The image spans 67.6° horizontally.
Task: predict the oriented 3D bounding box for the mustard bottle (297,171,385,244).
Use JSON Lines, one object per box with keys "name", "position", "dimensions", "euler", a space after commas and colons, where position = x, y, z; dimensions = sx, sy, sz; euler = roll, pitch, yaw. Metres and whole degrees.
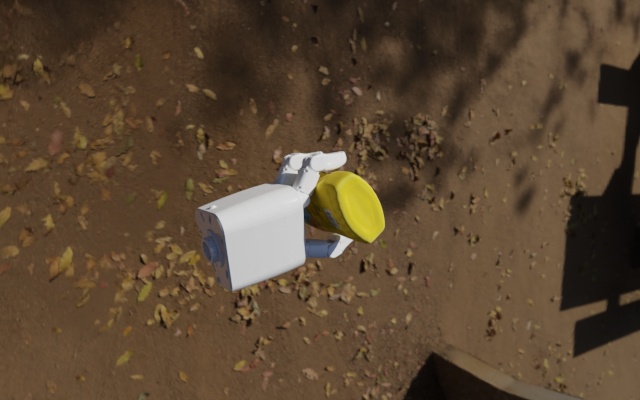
{"name": "mustard bottle", "position": [0.001, 0.002, 0.661], "dimensions": [0.058, 0.096, 0.191], "euler": [-45, 27, -21]}
